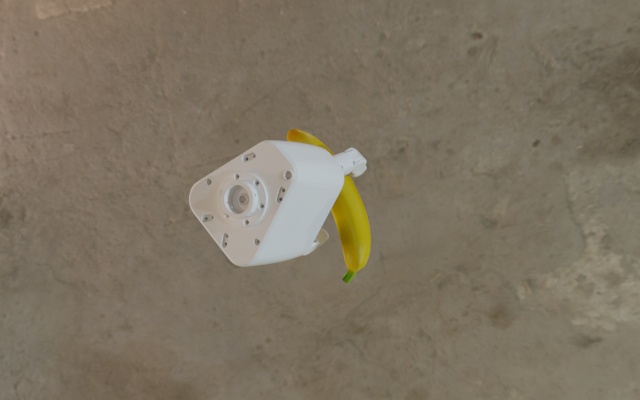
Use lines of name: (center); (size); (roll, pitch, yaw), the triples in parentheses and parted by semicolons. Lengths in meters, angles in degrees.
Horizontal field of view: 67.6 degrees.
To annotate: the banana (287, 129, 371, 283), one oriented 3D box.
banana: (0.015, -0.001, 0.555); (0.069, 0.198, 0.037); (-22, -3, 37)
